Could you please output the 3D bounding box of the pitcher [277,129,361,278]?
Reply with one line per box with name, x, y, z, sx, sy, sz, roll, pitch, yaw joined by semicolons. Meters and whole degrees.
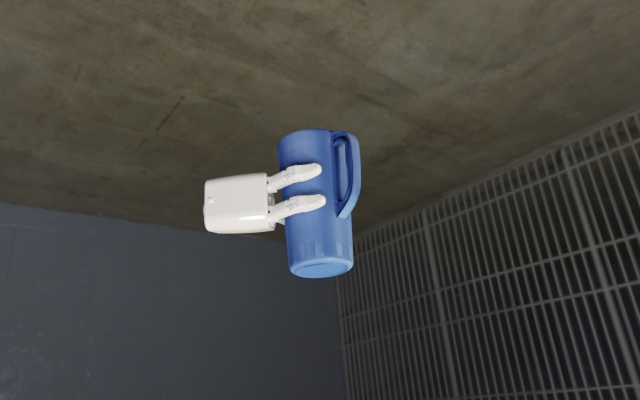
pitcher;0.000;0.003;0.832;0.145;0.242;0.149;-5;-22;0
